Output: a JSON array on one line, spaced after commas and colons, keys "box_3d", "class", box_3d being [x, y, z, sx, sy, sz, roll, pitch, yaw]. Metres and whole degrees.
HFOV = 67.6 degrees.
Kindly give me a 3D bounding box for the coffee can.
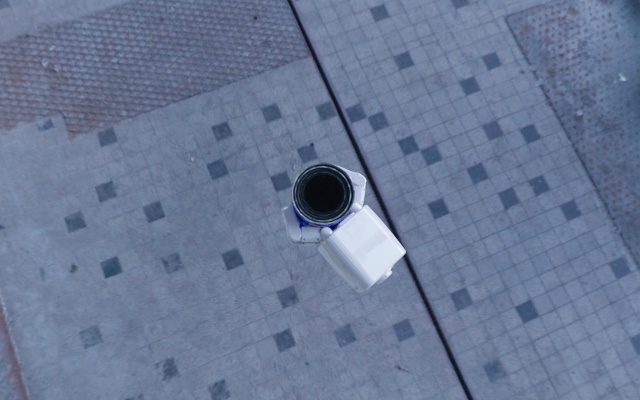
[{"box_3d": [0.000, 0.003, 0.827, 0.103, 0.102, 0.140, 0, -12, -3], "class": "coffee can"}]
